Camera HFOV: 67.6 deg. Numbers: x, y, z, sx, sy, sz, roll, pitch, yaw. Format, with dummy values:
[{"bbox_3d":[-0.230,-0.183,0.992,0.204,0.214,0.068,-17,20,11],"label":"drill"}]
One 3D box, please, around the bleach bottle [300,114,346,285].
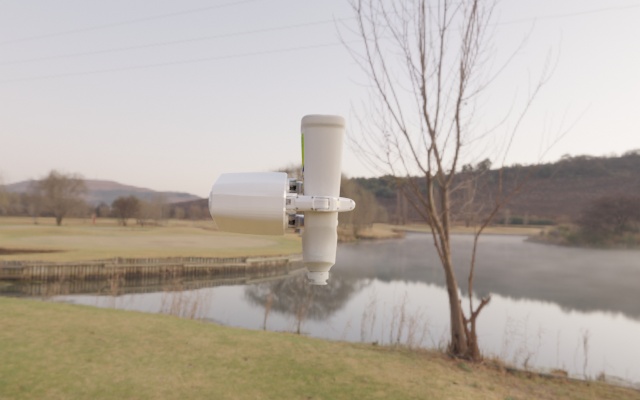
[{"bbox_3d":[0.000,0.002,0.730,0.068,0.251,0.102,2,-2,-3],"label":"bleach bottle"}]
